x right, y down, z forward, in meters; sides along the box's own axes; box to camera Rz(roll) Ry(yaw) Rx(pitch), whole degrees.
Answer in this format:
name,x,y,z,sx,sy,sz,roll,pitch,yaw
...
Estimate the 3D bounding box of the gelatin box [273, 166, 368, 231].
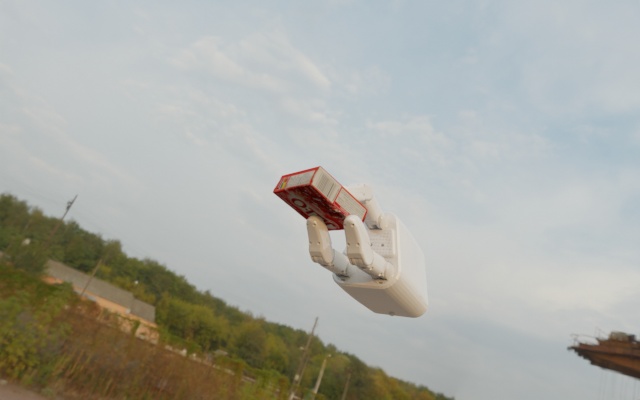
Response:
name,x,y,z,sx,sy,sz,roll,pitch,yaw
gelatin box,0.000,0.001,0.561,0.089,0.030,0.073,41,-30,-29
